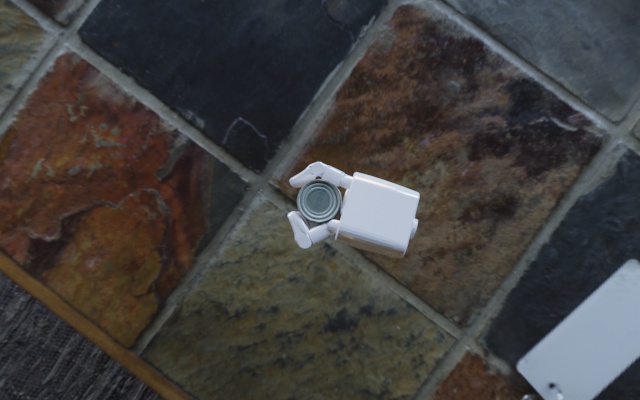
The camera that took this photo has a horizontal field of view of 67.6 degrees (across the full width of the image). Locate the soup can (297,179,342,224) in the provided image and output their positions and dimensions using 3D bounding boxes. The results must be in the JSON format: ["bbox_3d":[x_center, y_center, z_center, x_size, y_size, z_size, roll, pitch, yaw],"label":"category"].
[{"bbox_3d":[0.000,0.002,0.756,0.068,0.068,0.102,0,-2,3],"label":"soup can"}]
